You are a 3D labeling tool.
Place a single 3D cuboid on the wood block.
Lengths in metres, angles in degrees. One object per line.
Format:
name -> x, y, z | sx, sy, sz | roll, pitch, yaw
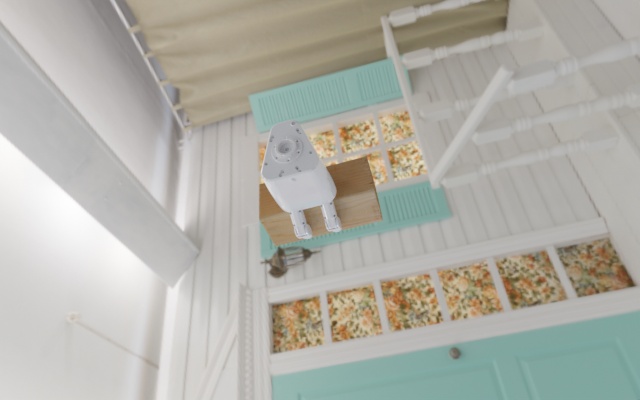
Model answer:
wood block -> 0.000, 0.002, 0.875 | 0.206, 0.090, 0.090 | -14, -42, 9
